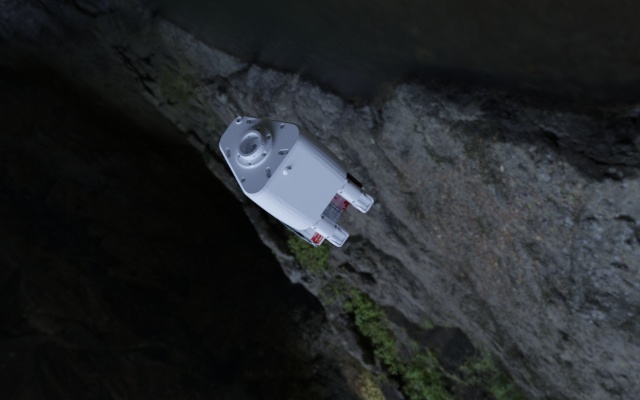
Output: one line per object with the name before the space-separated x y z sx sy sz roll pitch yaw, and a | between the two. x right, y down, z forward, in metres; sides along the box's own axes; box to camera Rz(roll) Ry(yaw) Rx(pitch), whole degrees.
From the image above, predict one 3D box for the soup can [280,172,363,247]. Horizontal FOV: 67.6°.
soup can | 0.000 0.002 0.636 0.068 0.102 0.068 36 -1 0
